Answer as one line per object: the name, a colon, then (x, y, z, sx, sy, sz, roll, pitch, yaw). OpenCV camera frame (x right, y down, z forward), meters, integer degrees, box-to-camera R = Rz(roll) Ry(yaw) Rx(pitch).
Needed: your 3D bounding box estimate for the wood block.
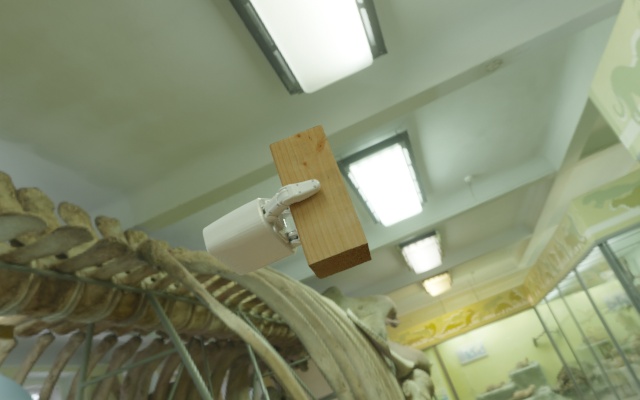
wood block: (0.000, 0.002, 0.736, 0.090, 0.206, 0.091, -21, -24, 2)
